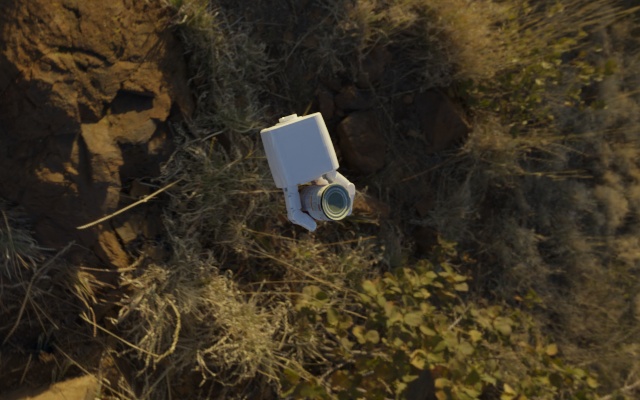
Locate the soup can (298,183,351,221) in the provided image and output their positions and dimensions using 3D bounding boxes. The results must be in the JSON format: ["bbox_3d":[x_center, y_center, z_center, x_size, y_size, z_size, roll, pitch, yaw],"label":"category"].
[{"bbox_3d":[0.000,0.003,0.877,0.068,0.068,0.102,0,0,-35],"label":"soup can"}]
